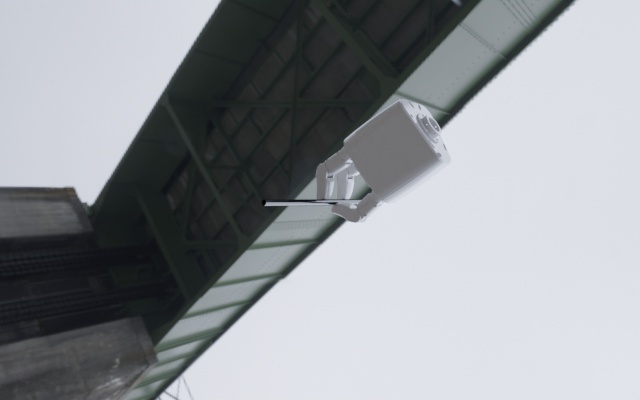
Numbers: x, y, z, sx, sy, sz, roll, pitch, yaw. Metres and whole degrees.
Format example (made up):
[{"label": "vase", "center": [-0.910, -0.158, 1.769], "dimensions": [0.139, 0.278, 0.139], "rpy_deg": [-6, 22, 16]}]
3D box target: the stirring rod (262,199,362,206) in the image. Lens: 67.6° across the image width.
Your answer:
[{"label": "stirring rod", "center": [0.000, 0.002, 0.709], "dimensions": [0.011, 0.011, 0.239], "rpy_deg": [0, 0, 37]}]
